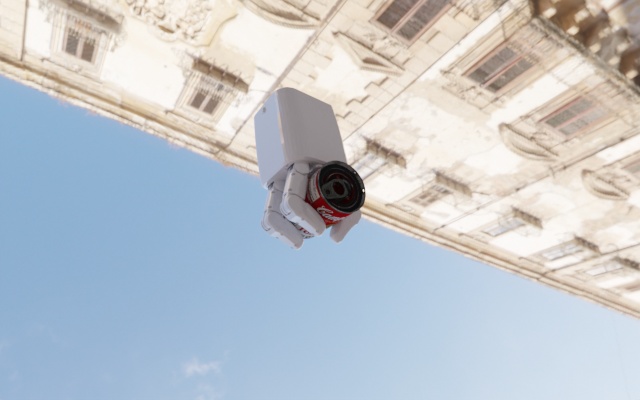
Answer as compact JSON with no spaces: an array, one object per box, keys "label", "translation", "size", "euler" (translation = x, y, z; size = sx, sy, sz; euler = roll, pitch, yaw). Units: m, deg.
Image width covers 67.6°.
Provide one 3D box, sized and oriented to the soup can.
[{"label":"soup can","translation":[0.000,0.003,0.602],"size":[0.068,0.068,0.102],"euler":[0,-22,-34]}]
